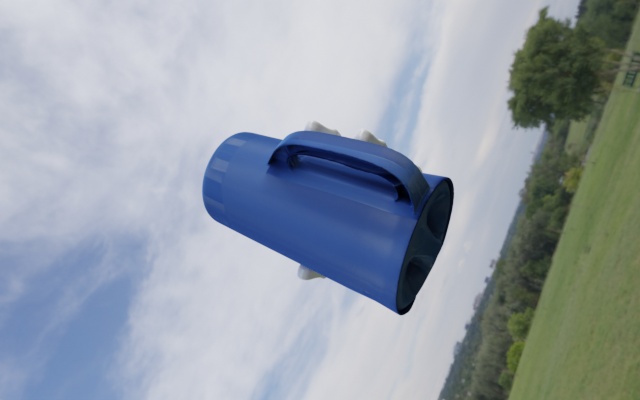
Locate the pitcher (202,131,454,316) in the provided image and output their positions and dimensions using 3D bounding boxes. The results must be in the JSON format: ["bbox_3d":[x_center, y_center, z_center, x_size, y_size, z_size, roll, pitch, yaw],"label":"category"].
[{"bbox_3d":[0.000,0.002,0.480,0.243,0.149,0.145,19,13,26],"label":"pitcher"}]
